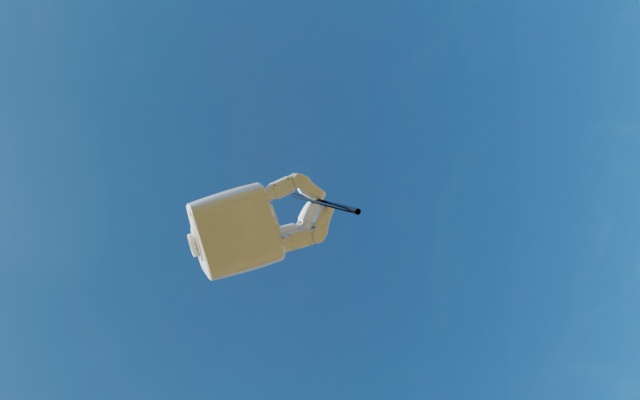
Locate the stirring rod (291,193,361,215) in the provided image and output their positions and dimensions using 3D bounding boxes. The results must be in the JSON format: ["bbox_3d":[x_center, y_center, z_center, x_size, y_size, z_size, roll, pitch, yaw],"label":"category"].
[{"bbox_3d":[0.000,0.002,0.697,0.011,0.011,0.239,0,5,-23],"label":"stirring rod"}]
